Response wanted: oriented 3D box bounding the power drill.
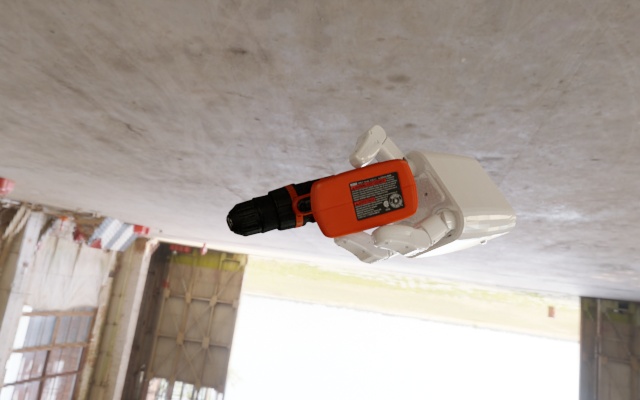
[{"bbox_3d":[0.000,0.002,0.504,0.184,0.057,0.187,-17,6,-18],"label":"power drill"}]
